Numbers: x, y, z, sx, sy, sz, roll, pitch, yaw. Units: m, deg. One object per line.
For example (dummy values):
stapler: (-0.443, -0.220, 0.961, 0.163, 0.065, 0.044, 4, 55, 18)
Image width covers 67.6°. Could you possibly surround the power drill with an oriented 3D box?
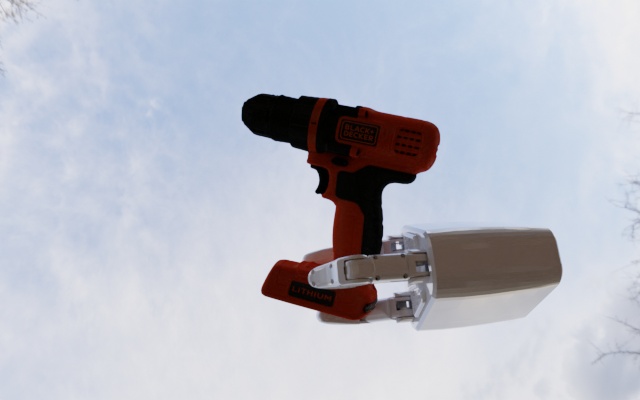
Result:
power drill: (0.000, 0.002, 0.437, 0.184, 0.187, 0.057, 13, 7, 15)
